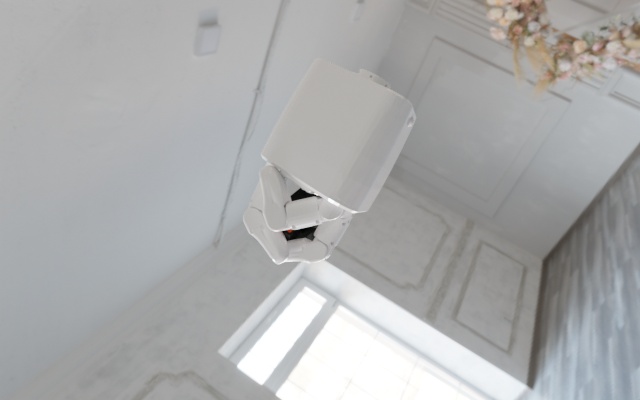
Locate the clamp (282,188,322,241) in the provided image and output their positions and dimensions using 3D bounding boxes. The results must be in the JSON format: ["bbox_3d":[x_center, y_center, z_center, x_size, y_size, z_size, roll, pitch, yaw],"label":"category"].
[{"bbox_3d":[-0.001,0.002,0.534,0.039,0.120,0.171,31,7,12],"label":"clamp"}]
